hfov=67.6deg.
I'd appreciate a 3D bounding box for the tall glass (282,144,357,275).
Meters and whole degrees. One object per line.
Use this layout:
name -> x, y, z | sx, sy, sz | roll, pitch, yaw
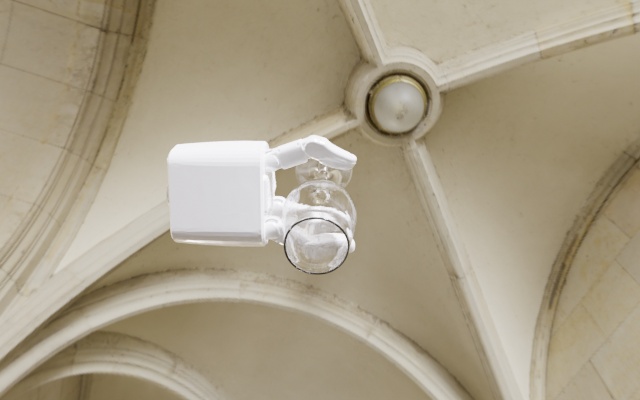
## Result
tall glass -> 0.000, 0.001, 0.532 | 0.079, 0.079, 0.201 | 0, 25, 2
